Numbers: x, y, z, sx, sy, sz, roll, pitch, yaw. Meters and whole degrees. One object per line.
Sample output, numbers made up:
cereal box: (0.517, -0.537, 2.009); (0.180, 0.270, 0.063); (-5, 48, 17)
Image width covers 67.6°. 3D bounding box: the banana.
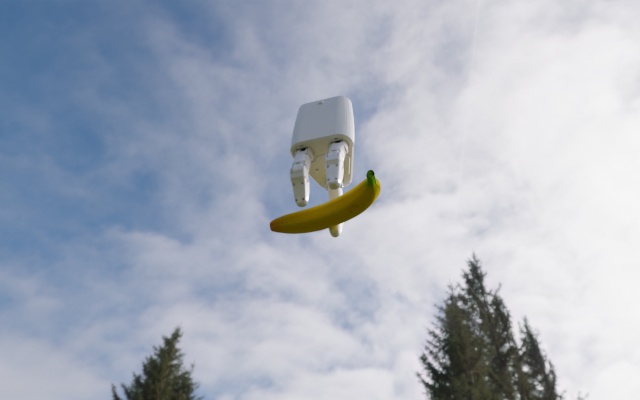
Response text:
banana: (0.015, 0.009, 0.685); (0.198, 0.037, 0.070); (-29, -47, 33)
